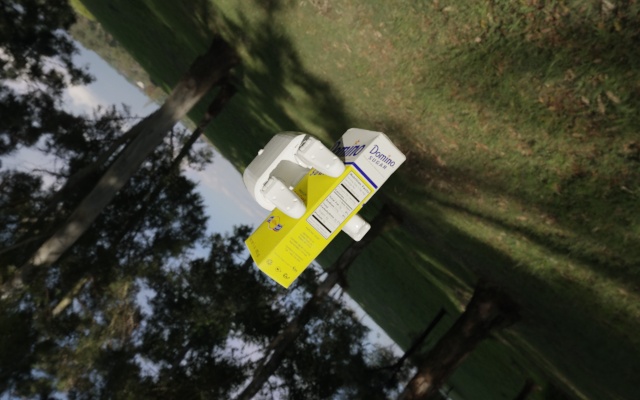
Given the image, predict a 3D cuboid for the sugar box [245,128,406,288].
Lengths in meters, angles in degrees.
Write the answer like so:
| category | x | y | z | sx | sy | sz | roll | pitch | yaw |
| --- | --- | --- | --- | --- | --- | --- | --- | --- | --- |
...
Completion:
| category | x | y | z | sx | sy | sz | roll | pitch | yaw |
| --- | --- | --- | --- | --- | --- | --- | --- | --- | --- |
| sugar box | 0.000 | 0.001 | 0.499 | 0.048 | 0.176 | 0.093 | 41 | -3 | -20 |
